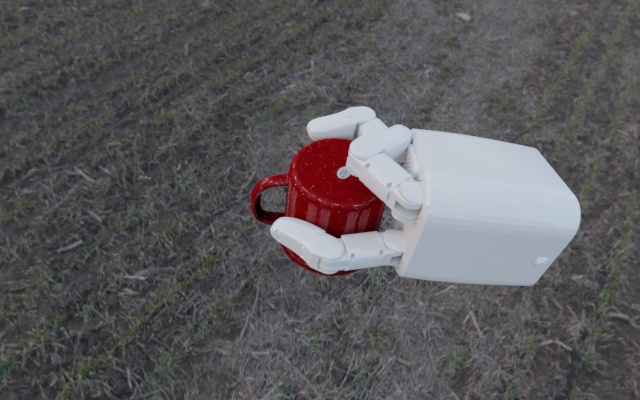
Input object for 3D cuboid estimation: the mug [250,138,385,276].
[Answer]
[{"bbox_3d":[-0.001,0.001,0.400,0.117,0.093,0.082,5,-43,-4],"label":"mug"}]
